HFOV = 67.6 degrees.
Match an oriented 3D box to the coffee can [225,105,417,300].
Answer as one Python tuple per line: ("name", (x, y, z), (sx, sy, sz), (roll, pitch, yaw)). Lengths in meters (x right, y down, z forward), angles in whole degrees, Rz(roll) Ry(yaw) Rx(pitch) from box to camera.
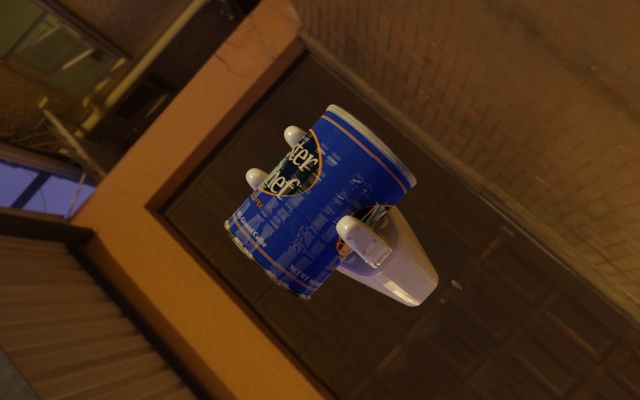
("coffee can", (0.000, 0.001, 0.425), (0.103, 0.140, 0.103), (42, 2, -2))
